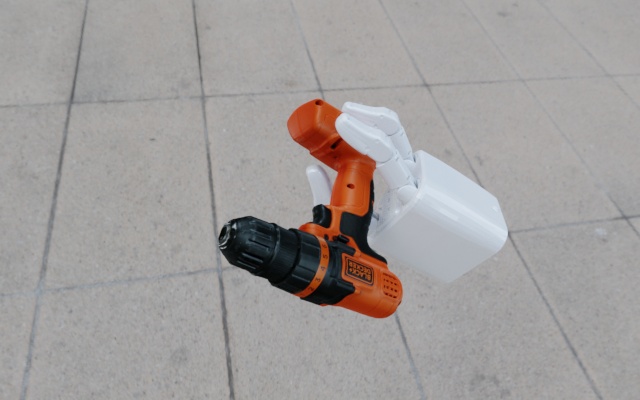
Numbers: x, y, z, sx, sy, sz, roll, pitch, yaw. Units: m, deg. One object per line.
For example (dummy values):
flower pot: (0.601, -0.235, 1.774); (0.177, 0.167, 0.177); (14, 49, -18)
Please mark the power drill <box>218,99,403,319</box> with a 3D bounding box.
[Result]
power drill: (0.000, 0.001, 0.437); (0.184, 0.187, 0.057); (28, -38, -34)
